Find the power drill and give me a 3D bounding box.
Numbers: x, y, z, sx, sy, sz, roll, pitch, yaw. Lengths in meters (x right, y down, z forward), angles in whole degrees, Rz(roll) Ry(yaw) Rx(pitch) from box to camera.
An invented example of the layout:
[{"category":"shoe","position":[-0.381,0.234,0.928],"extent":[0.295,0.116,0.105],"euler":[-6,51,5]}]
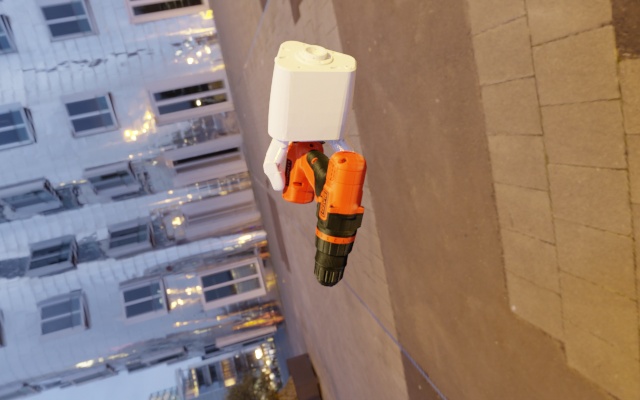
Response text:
[{"category":"power drill","position":[0.000,0.002,0.669],"extent":[0.057,0.184,0.187],"euler":[2,22,-24]}]
